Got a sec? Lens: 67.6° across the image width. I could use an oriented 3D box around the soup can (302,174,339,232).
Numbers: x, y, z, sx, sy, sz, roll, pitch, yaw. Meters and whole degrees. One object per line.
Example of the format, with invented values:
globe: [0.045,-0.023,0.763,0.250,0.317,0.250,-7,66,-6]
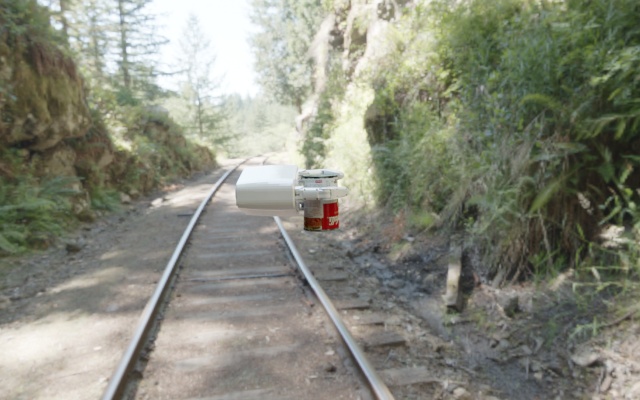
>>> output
soup can: [0.001,0.003,0.895,0.068,0.102,0.068,-1,7,0]
